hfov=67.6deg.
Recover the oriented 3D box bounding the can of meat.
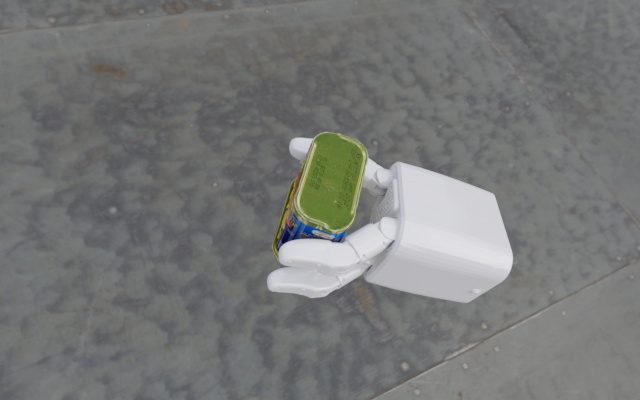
[{"bbox_3d":[0.000,0.001,0.426,0.057,0.102,0.084,19,-33,-6],"label":"can of meat"}]
